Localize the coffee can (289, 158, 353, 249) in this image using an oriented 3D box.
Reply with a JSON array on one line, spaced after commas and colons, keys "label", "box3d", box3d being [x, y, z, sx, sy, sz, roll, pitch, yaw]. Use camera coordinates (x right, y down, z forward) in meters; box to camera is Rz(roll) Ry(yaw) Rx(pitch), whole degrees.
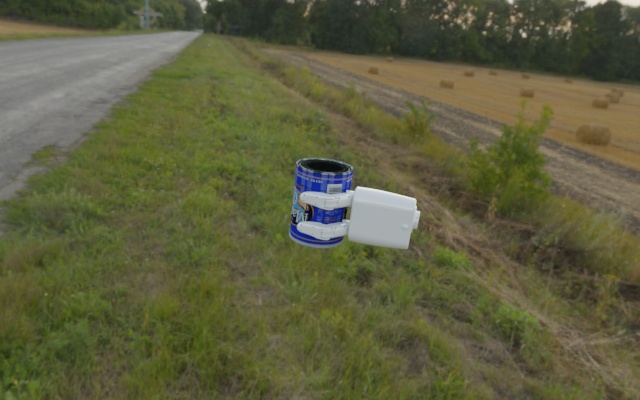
[{"label": "coffee can", "box3d": [0.000, 0.003, 0.869, 0.103, 0.140, 0.102, 6, 18, -2]}]
